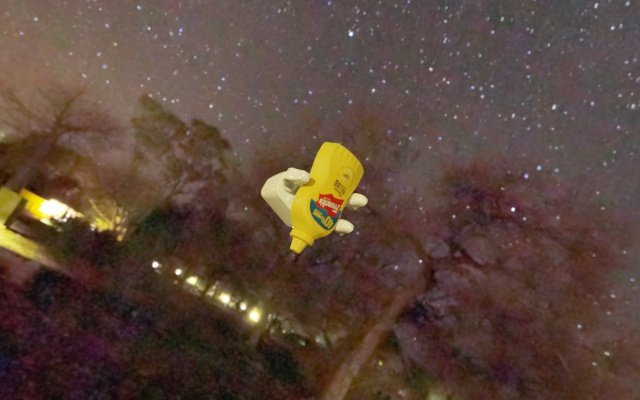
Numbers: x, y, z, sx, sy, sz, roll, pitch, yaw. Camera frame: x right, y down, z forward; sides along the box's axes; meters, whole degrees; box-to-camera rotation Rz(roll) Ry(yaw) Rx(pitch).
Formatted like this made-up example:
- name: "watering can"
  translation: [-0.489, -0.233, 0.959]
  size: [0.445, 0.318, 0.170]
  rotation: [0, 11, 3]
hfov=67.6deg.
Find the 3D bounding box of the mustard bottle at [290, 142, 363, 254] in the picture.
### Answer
- name: "mustard bottle"
  translation: [0.000, 0.002, 0.817]
  size: [0.058, 0.191, 0.096]
  rotation: [14, -20, 43]
